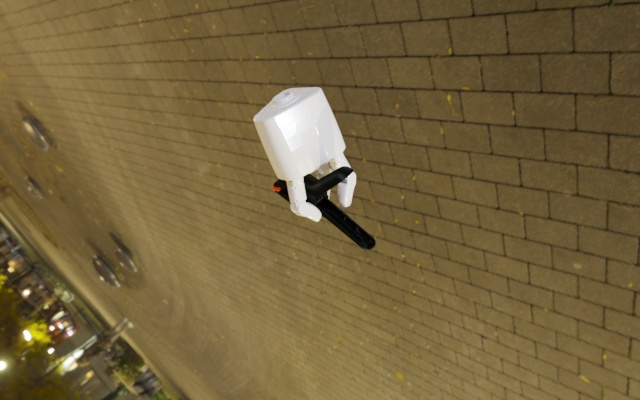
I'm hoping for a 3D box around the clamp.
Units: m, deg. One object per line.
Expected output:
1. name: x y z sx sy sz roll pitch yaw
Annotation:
1. clamp: -0.001 0.003 0.803 0.210 0.165 0.036 13 47 46
